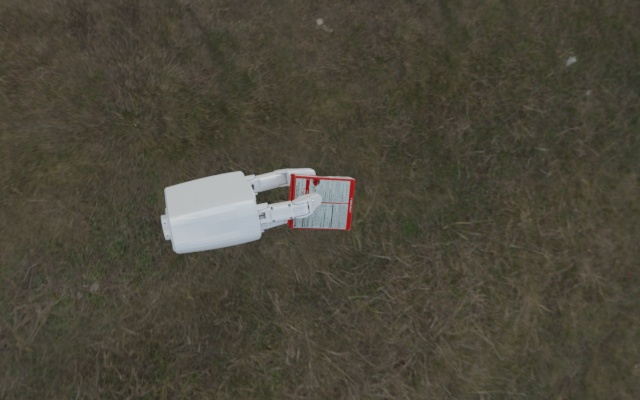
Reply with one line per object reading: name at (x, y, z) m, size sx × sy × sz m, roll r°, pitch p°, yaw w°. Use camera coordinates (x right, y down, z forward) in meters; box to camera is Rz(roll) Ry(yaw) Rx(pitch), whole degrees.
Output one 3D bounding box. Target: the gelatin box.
gelatin box at (0.001, 0.002, 0.664) m, size 0.089 × 0.073 × 0.030 m, roll 3°, pitch 10°, yaw -13°
